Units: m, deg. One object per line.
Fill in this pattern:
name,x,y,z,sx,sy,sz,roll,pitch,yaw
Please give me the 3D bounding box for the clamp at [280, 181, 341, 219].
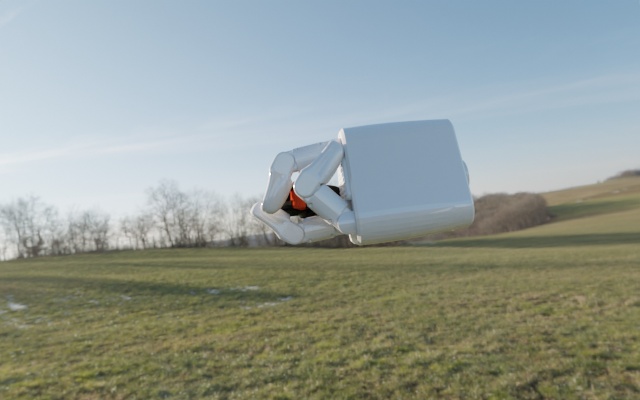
clamp,0.000,0.001,0.539,0.120,0.039,0.171,-7,-3,-2
